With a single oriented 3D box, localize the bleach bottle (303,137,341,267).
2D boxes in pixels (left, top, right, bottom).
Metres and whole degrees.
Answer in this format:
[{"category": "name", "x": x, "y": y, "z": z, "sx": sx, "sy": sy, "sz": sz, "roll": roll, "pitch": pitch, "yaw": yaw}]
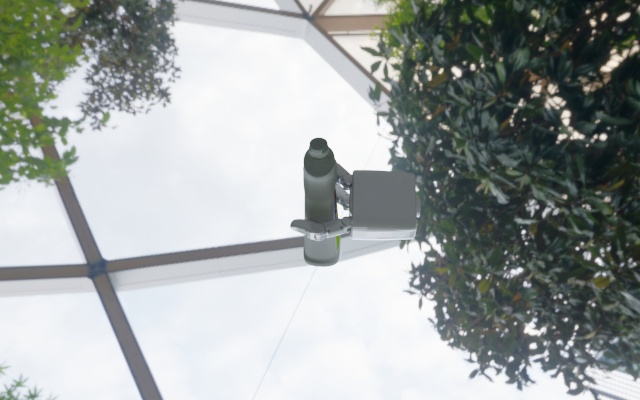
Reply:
[{"category": "bleach bottle", "x": 0.000, "y": 0.003, "z": 0.806, "sx": 0.068, "sy": 0.102, "sz": 0.251, "roll": 2, "pitch": -41, "yaw": 4}]
